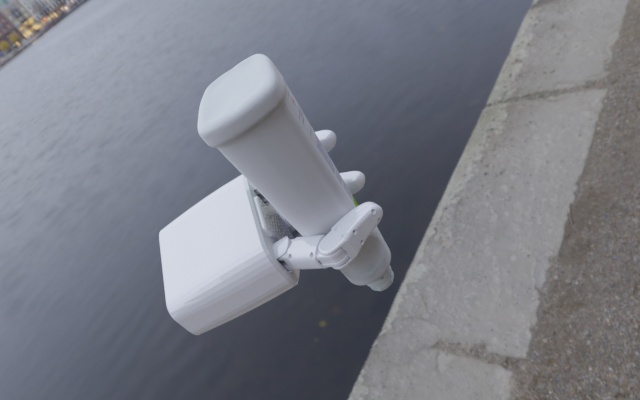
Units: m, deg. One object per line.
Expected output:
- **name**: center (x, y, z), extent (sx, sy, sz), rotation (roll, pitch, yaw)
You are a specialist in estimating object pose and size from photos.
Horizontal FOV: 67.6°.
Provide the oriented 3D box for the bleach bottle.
- **bleach bottle**: center (0.000, 0.001, 0.413), extent (0.068, 0.251, 0.102), rotation (-31, 33, 9)
